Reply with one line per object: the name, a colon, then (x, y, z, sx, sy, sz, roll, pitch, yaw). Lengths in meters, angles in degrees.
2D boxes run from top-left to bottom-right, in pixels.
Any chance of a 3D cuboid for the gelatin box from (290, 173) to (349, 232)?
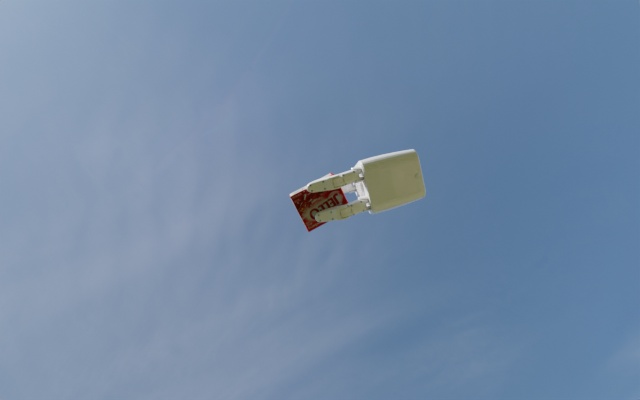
gelatin box: (0.000, 0.003, 0.853, 0.089, 0.073, 0.030, -27, 12, -1)
